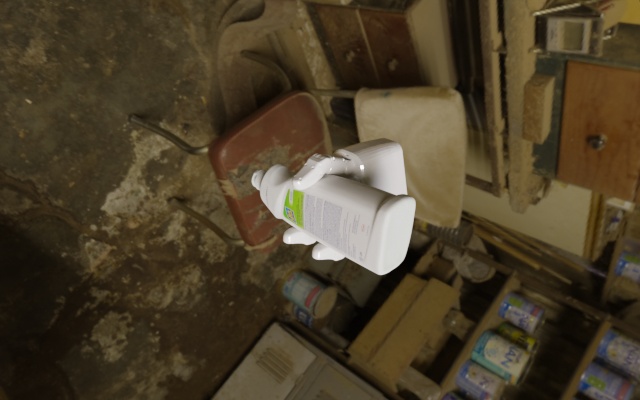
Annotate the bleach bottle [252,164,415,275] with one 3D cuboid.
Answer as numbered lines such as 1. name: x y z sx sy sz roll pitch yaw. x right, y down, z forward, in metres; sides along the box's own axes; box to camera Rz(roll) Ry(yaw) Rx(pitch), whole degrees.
1. bleach bottle: 0.000 0.002 0.638 0.250 0.103 0.068 25 32 36
